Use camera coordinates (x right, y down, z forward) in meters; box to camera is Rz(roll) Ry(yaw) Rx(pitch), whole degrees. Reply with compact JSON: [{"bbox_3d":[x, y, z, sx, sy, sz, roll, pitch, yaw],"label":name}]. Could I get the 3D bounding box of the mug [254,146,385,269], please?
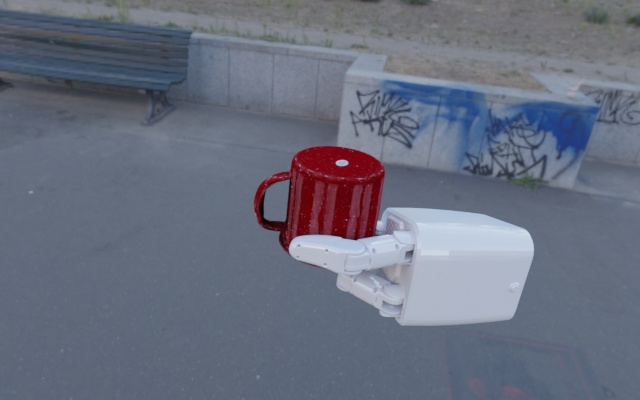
[{"bbox_3d":[-0.001,0.001,0.423,0.117,0.081,0.093,2,26,-9],"label":"mug"}]
